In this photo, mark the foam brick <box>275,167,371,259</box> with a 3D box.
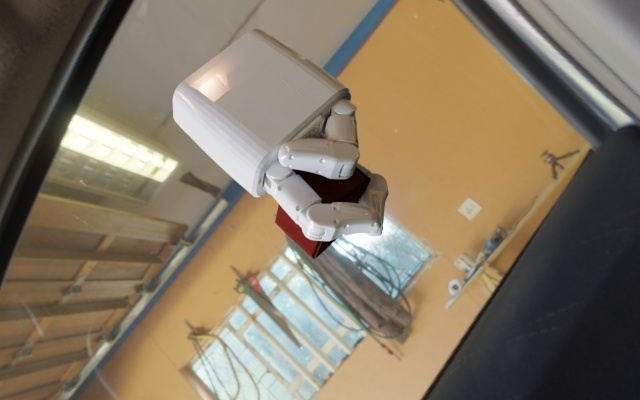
[{"bbox_3d":[0.000,0.002,0.417,0.053,0.051,0.078,-39,-20,-35],"label":"foam brick"}]
